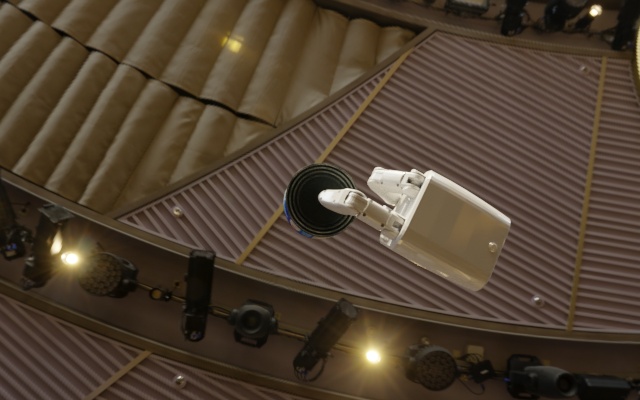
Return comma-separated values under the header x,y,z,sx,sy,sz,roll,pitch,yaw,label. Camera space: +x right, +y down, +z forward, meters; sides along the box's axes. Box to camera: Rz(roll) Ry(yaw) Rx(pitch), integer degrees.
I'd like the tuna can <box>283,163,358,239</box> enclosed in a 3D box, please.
x,y,z,sx,sy,sz,roll,pitch,yaw,label
0.000,0.002,0.555,0.086,0.086,0.034,0,-11,-11,tuna can
